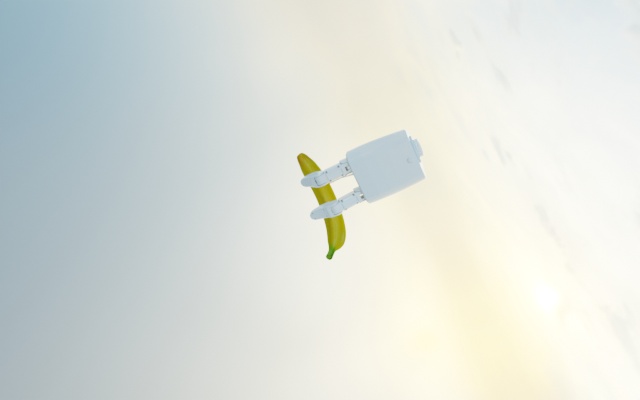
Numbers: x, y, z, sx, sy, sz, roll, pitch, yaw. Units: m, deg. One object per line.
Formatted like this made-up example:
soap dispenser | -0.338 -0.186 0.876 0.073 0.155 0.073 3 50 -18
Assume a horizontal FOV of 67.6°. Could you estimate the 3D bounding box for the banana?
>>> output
banana | 0.008 0.006 0.867 0.037 0.198 0.069 -21 -8 21
